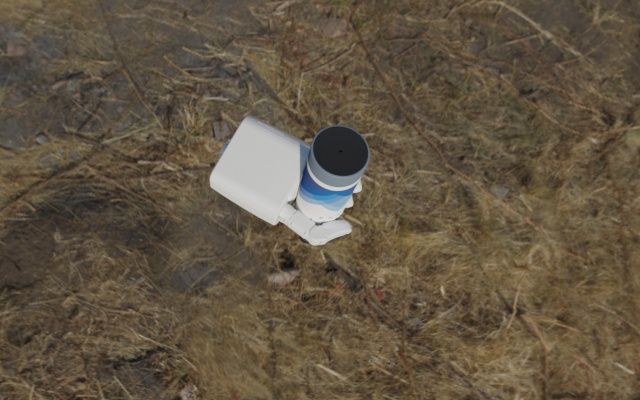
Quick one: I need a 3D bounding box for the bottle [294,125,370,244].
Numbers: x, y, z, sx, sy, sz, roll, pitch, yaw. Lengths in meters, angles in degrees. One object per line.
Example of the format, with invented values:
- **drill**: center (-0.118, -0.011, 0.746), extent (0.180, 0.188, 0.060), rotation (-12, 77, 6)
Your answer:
- **bottle**: center (0.000, 0.002, 0.656), extent (0.069, 0.069, 0.296), rotation (0, -23, -9)
